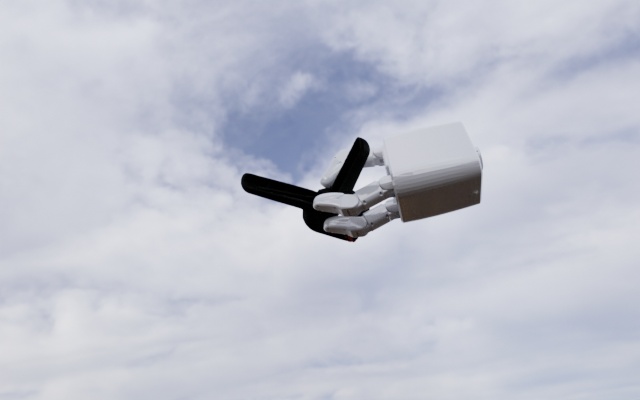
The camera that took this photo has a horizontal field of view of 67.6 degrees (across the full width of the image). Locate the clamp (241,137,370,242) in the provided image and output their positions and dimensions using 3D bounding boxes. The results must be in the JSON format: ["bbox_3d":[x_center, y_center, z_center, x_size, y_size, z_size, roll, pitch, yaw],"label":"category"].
[{"bbox_3d":[0.000,0.002,0.642,0.164,0.036,0.210,-11,-34,10],"label":"clamp"}]
